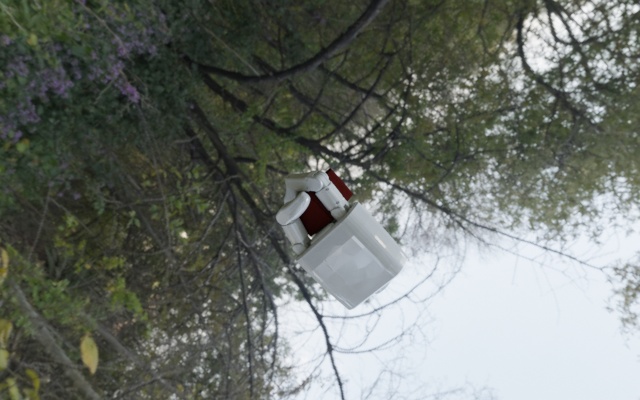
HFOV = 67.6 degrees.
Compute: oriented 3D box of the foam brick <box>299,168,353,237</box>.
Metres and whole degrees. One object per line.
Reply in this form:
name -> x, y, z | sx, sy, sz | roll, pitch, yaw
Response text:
foam brick -> 0.000, 0.002, 0.671 | 0.053, 0.051, 0.078 | -41, 5, 40
